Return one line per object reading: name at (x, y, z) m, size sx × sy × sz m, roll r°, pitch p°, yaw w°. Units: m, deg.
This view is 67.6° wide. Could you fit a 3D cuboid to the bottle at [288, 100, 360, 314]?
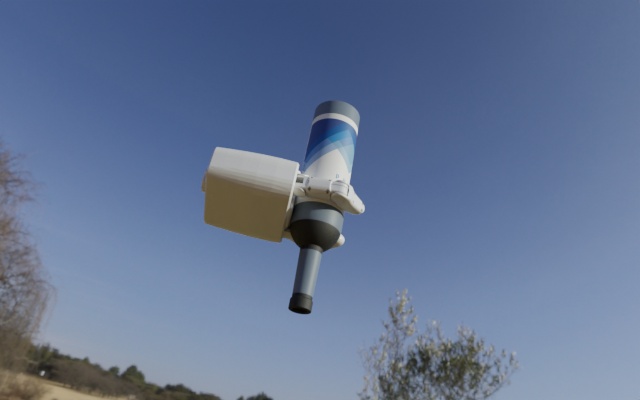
bottle at (0.000, 0.002, 0.625) m, size 0.069 × 0.295 × 0.069 m, roll 8°, pitch -29°, yaw 5°
